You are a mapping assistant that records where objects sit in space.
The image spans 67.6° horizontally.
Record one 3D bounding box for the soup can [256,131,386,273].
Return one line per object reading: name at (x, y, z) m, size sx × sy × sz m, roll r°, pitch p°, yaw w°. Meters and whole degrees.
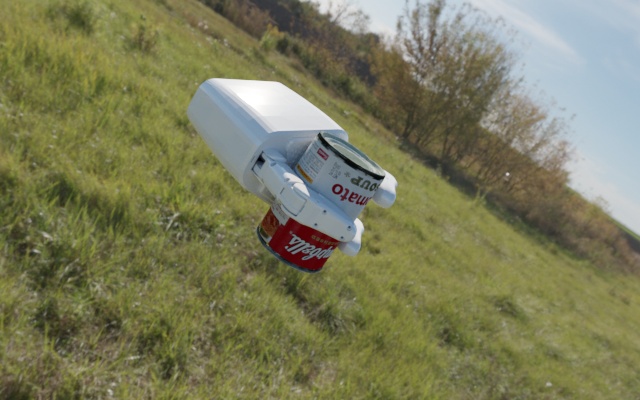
soup can at (0.000, 0.001, 0.406) m, size 0.068 × 0.102 × 0.068 m, roll 31°, pitch 17°, yaw -10°
